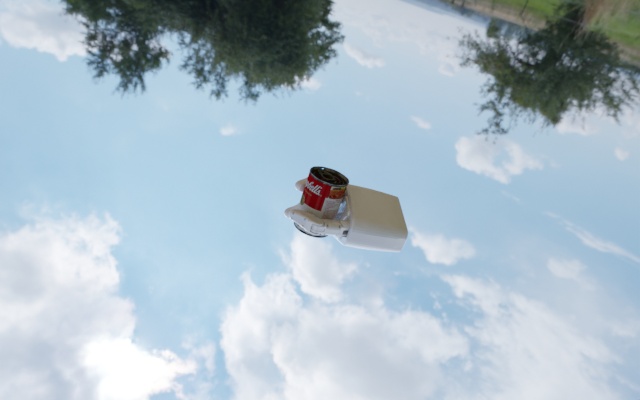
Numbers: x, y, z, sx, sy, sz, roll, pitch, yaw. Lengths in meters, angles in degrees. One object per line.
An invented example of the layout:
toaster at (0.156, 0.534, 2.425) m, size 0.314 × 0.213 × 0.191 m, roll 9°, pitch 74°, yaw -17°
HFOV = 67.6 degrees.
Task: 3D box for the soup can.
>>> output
soup can at (0.000, 0.003, 0.801) m, size 0.068 × 0.102 × 0.068 m, roll 16°, pitch 24°, yaw -7°
